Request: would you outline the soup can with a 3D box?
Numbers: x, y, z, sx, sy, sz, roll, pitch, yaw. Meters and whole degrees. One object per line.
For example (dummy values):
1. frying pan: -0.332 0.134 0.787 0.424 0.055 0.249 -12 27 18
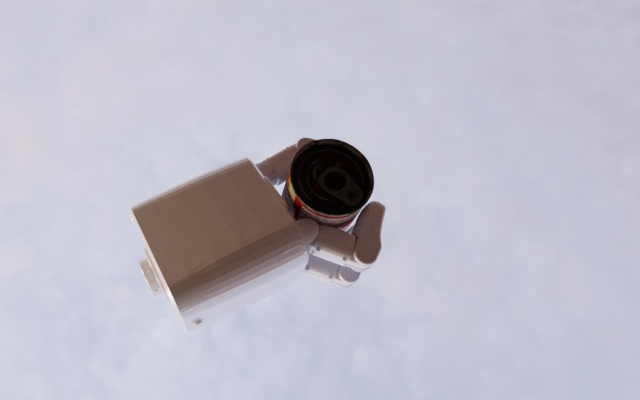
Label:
1. soup can: 0.000 0.001 0.417 0.068 0.068 0.102 0 -24 -12
